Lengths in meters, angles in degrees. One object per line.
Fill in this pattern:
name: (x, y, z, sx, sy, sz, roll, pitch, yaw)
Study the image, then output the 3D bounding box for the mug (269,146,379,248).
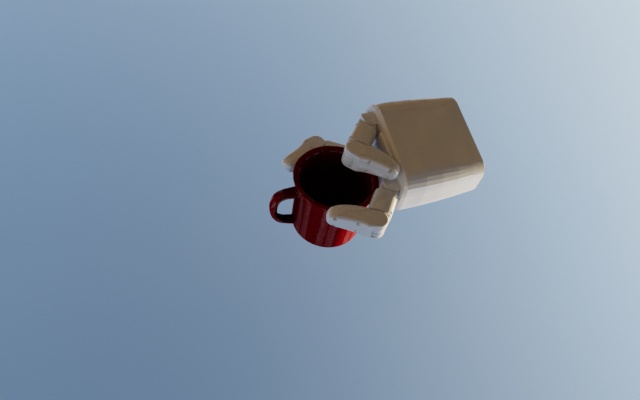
mug: (-0.001, 0.002, 0.533, 0.117, 0.093, 0.082, -11, -35, -19)
